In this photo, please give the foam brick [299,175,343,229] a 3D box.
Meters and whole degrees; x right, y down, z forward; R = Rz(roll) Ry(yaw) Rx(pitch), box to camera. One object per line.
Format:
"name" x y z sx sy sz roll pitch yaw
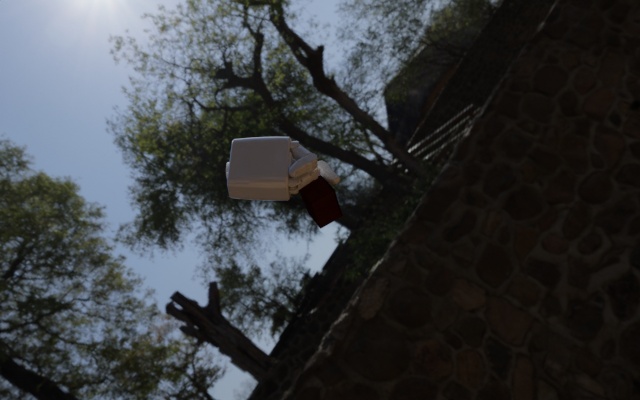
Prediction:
"foam brick" 0.000 0.003 0.889 0.051 0.078 0.053 -32 48 -11
